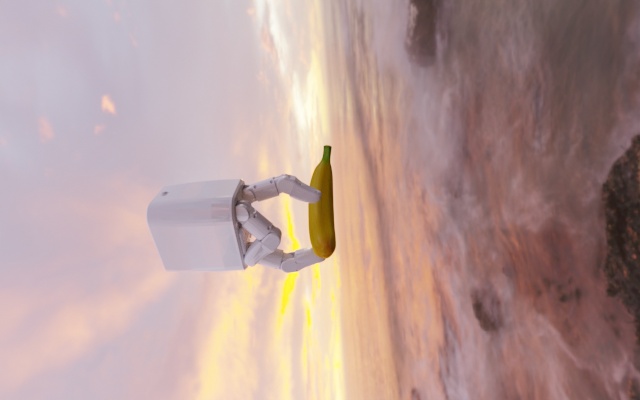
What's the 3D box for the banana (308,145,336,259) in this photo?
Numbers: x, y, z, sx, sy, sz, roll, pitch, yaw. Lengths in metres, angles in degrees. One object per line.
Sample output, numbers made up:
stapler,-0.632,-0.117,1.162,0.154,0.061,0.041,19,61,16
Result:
banana,0.001,0.012,0.649,0.037,0.197,0.070,-2,-43,1
